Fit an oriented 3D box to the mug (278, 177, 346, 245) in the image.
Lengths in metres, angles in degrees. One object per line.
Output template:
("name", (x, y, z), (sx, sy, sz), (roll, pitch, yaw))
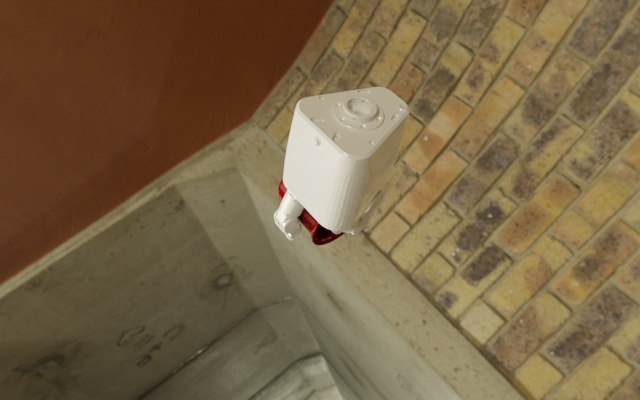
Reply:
("mug", (0.000, 0.003, 0.601), (0.093, 0.081, 0.117), (-28, -28, -29))
